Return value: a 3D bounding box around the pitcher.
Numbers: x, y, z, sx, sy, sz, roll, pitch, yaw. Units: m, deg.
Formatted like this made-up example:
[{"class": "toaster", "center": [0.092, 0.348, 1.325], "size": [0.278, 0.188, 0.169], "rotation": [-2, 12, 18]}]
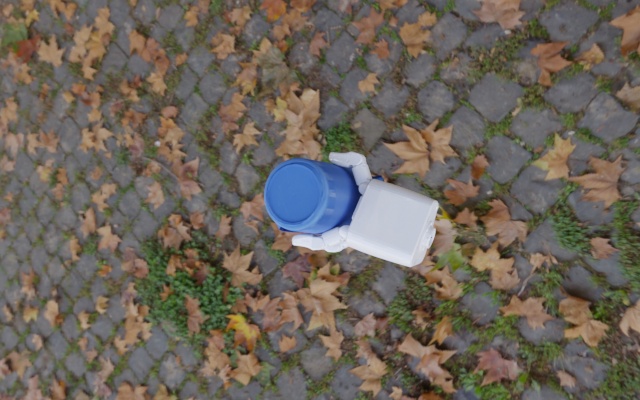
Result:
[{"class": "pitcher", "center": [0.000, 0.003, 0.803], "size": [0.145, 0.149, 0.243], "rotation": [19, 5, 23]}]
